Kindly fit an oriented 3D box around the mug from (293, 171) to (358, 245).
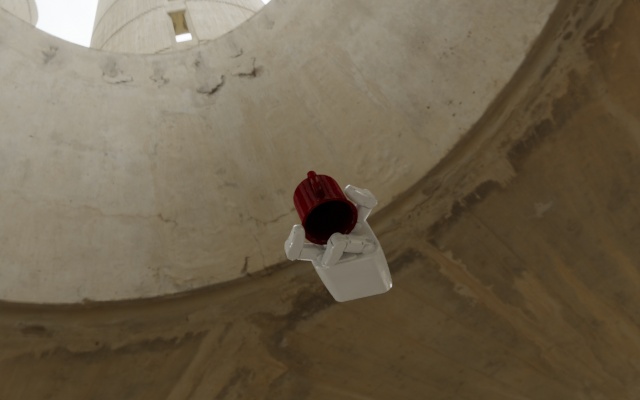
[{"bbox_3d":[0.000,0.001,0.766,0.093,0.117,0.081,-24,40,-3],"label":"mug"}]
